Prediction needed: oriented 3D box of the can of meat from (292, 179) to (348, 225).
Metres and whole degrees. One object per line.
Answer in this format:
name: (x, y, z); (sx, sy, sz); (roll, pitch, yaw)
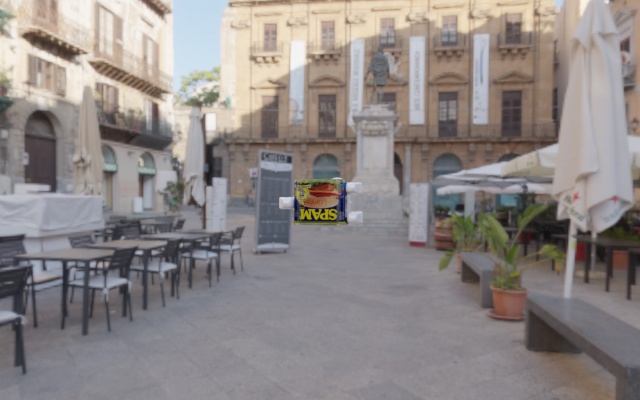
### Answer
can of meat: (0.000, 0.003, 0.884); (0.102, 0.084, 0.057); (0, 0, 11)
